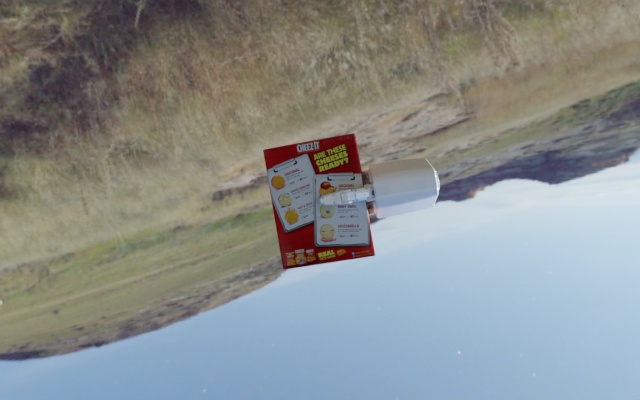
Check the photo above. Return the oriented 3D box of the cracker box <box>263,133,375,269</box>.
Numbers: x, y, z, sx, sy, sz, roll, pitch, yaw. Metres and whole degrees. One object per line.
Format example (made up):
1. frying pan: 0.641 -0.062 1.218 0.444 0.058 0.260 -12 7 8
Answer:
1. cracker box: 0.000 0.003 0.848 0.164 0.213 0.072 -10 1 5
